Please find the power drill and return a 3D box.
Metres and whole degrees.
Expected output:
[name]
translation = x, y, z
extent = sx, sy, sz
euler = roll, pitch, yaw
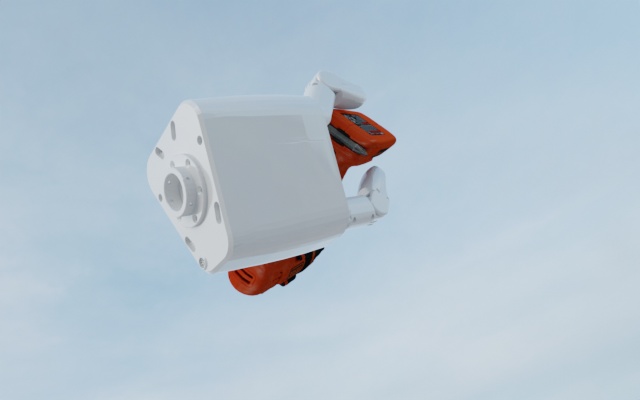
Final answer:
[power drill]
translation = 0.000, 0.001, 0.482
extent = 0.057, 0.188, 0.184
euler = 35, 18, 11
